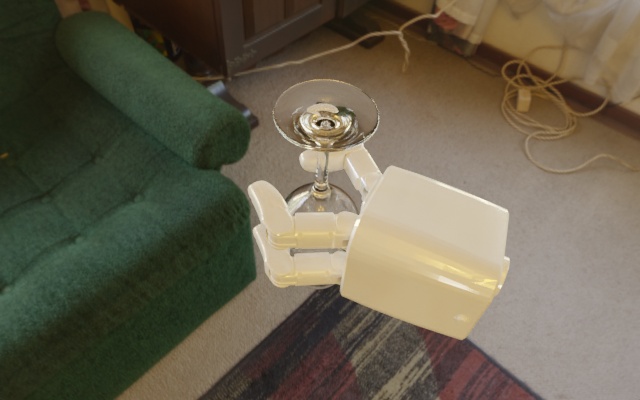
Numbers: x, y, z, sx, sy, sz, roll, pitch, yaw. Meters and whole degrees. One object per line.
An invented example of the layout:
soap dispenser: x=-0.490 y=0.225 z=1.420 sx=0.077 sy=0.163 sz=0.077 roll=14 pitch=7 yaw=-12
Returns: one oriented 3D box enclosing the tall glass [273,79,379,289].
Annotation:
tall glass: x=0.000 y=0.001 z=0.409 sx=0.079 sy=0.079 sz=0.201 roll=0 pitch=-39 yaw=-3
